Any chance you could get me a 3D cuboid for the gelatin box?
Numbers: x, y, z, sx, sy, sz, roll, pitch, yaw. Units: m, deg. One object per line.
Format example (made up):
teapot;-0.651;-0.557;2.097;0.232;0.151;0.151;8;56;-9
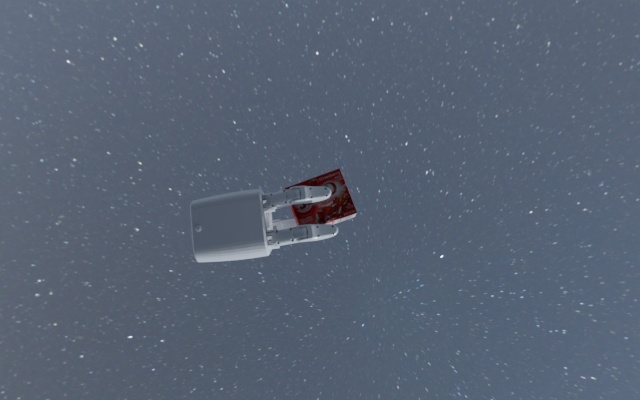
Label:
gelatin box;0.000;0.002;0.709;0.089;0.073;0.030;-19;-12;-8
